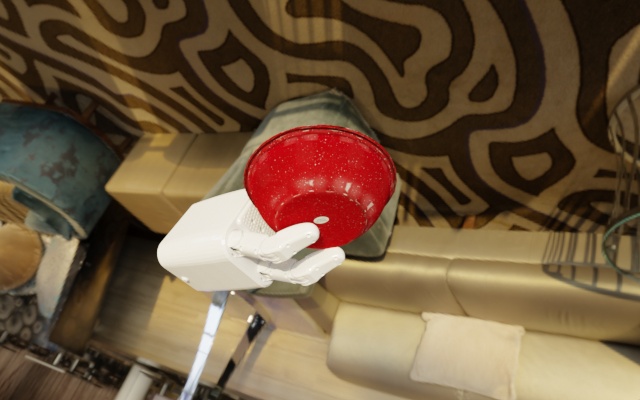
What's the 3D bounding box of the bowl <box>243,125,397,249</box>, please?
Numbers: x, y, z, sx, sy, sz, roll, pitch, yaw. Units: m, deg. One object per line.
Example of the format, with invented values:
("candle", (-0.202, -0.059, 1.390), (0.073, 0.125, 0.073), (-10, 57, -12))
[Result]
("bowl", (0.001, 0.001, 0.488), (0.162, 0.055, 0.162), (-1, -42, -1))
